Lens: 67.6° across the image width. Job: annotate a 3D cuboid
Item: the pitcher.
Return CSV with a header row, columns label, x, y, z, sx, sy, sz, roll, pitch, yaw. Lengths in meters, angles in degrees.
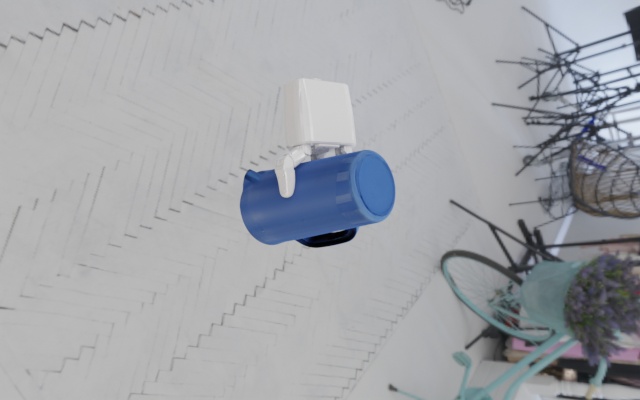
label,x,y,z,sx,sy,sz,roll,pitch,yaw
pitcher,0.000,0.002,0.770,0.243,0.145,0.149,-11,-8,42
